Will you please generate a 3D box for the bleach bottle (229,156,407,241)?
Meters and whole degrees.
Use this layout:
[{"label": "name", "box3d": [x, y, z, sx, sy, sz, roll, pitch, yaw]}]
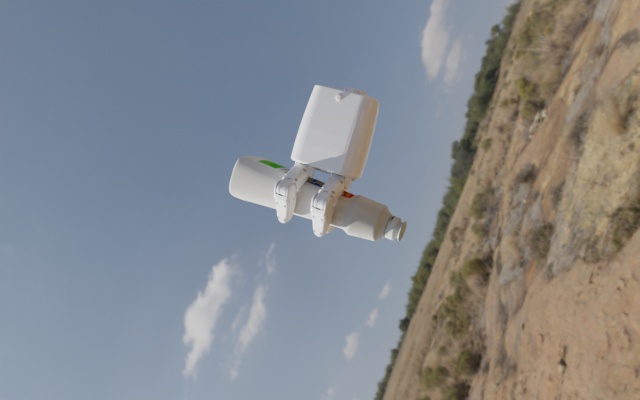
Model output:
[{"label": "bleach bottle", "box3d": [0.000, 0.002, 0.672, 0.251, 0.068, 0.102, 19, 6, 22]}]
